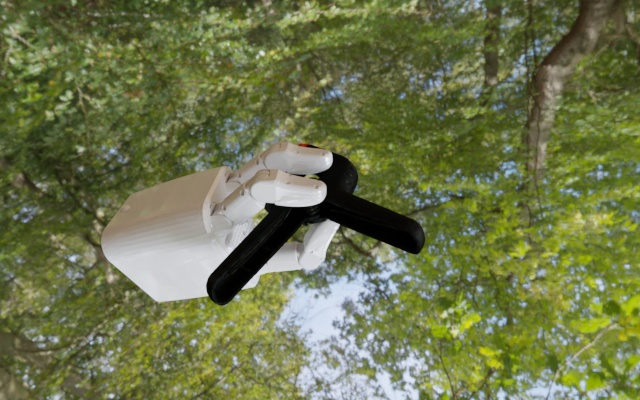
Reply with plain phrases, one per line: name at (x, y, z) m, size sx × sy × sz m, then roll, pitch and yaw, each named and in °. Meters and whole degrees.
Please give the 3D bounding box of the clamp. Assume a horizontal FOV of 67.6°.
clamp at (0.000, 0.002, 0.421) m, size 0.164 × 0.036 × 0.209 m, roll -11°, pitch 30°, yaw 11°
